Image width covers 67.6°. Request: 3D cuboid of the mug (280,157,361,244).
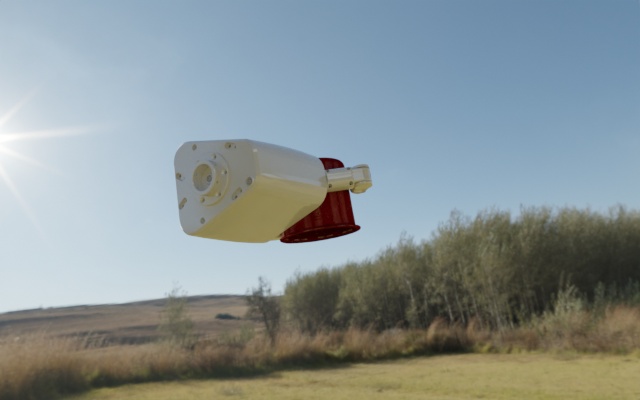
[{"bbox_3d":[0.001,0.002,0.560,0.093,0.081,0.117,-16,-14,30],"label":"mug"}]
